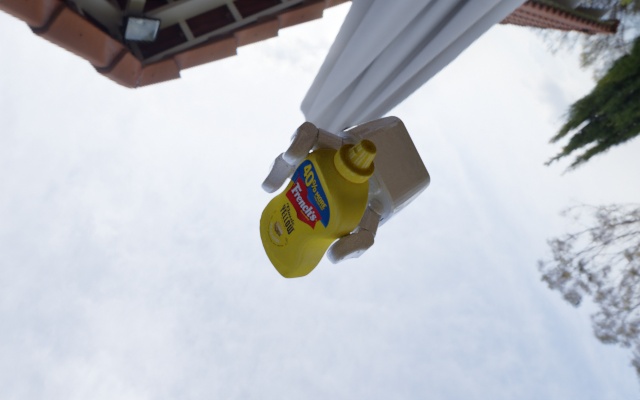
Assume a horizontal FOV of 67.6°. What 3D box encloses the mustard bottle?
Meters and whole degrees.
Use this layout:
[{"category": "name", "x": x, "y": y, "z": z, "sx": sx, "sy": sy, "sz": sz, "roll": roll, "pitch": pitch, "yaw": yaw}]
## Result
[{"category": "mustard bottle", "x": 0.000, "y": 0.002, "z": 0.513, "sx": 0.058, "sy": 0.096, "sz": 0.192, "roll": 0, "pitch": -34, "yaw": -36}]
